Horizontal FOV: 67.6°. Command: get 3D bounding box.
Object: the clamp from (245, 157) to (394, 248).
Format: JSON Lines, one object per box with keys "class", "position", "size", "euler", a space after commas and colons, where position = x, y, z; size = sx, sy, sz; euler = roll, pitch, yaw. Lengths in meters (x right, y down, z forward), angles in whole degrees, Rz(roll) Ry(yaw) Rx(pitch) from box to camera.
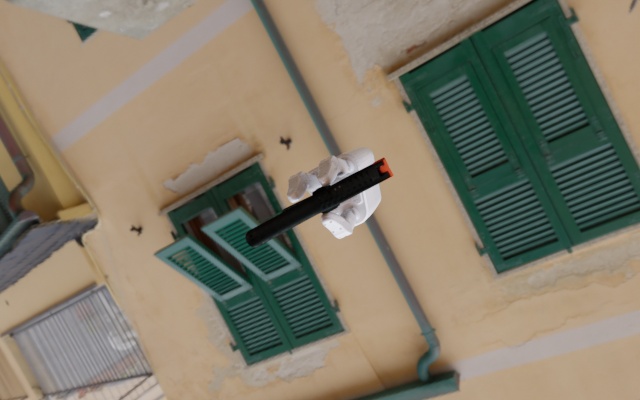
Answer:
{"class": "clamp", "position": [0.001, 0.003, 0.667], "size": [0.210, 0.036, 0.164], "euler": [-26, 4, 25]}
